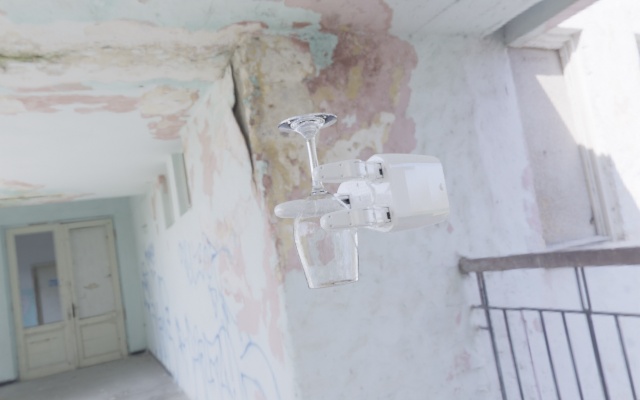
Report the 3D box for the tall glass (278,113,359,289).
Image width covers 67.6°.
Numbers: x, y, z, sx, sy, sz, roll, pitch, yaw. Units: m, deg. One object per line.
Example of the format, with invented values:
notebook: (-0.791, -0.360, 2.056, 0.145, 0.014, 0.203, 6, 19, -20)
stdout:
tall glass: (0.000, 0.001, 0.578, 0.079, 0.201, 0.079, -9, -5, -1)
